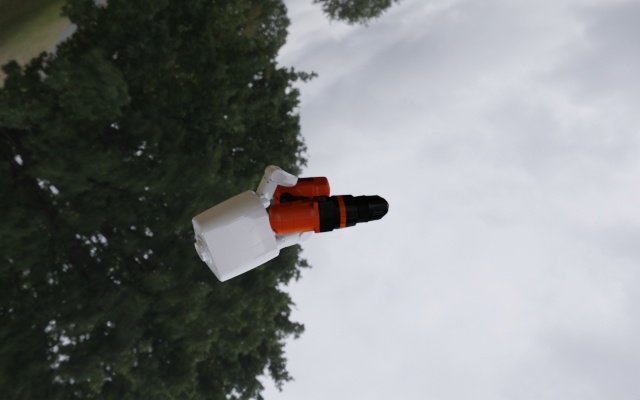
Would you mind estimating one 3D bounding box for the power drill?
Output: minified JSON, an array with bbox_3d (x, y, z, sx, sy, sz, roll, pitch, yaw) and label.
[{"bbox_3d":[0.000,0.003,0.784,0.184,0.057,0.187,-5,13,-11],"label":"power drill"}]
